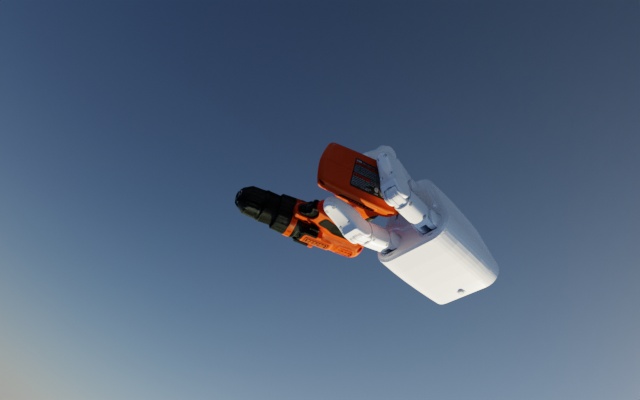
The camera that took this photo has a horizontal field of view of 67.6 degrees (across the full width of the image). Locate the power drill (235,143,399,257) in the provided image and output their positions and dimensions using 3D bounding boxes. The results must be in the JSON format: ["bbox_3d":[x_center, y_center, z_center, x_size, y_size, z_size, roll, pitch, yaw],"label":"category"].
[{"bbox_3d":[0.000,0.002,0.580,0.184,0.057,0.188,21,-27,-15],"label":"power drill"}]
